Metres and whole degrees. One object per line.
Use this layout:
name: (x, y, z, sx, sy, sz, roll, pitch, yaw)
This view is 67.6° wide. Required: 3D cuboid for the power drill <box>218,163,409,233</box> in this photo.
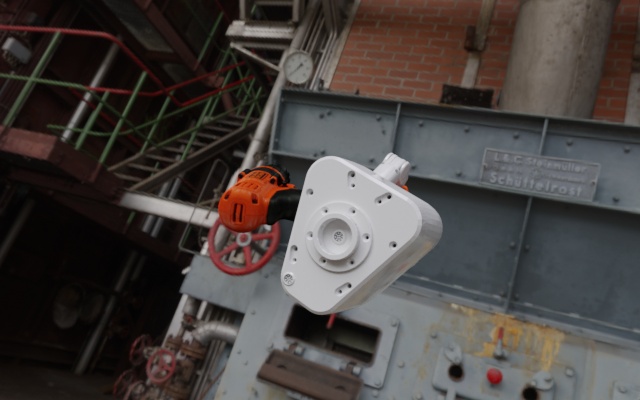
power drill: (0.001, 0.002, 0.522, 0.187, 0.057, 0.184, 8, 16, 5)
